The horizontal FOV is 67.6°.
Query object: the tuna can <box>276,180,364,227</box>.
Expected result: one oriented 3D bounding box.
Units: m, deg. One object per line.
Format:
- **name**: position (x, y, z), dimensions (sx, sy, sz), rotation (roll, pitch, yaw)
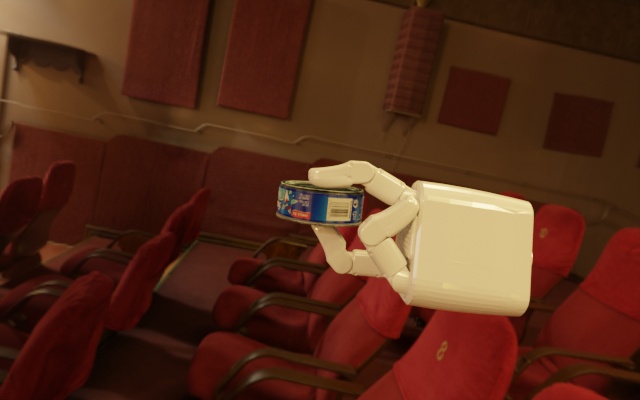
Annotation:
- **tuna can**: position (0.000, 0.001, 0.473), dimensions (0.086, 0.034, 0.086), rotation (6, 7, -1)
